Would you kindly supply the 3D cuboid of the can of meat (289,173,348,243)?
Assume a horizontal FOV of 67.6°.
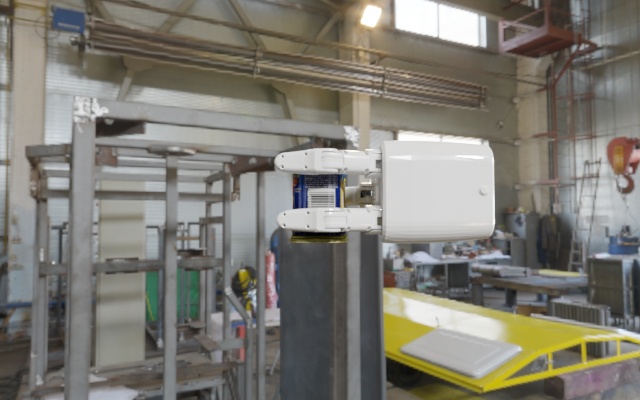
[{"bbox_3d":[0.000,0.001,0.506,0.057,0.084,0.102,0,-3,4],"label":"can of meat"}]
